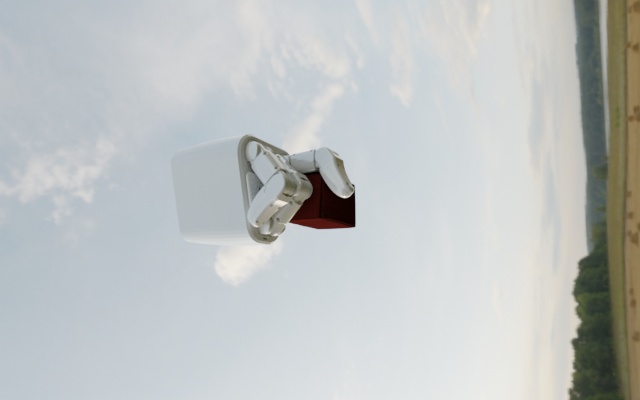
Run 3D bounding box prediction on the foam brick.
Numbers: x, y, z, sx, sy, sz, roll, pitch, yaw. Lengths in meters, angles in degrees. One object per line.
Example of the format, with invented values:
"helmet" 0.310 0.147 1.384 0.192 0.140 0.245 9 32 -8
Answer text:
"foam brick" 0.000 0.002 0.540 0.051 0.053 0.078 -6 -14 31
